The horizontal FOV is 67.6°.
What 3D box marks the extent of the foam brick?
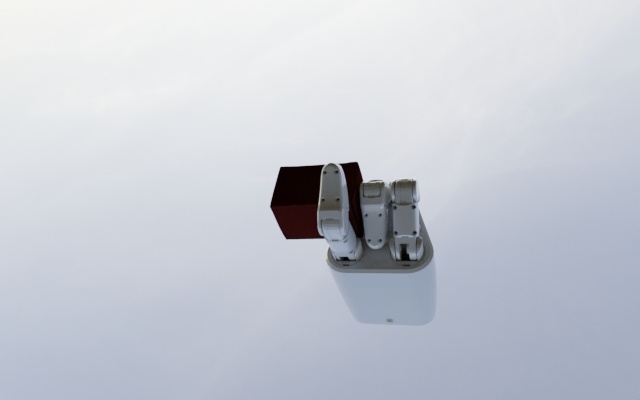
[{"bbox_3d":[0.000,0.001,0.447,0.078,0.053,0.051,-2,-42,17],"label":"foam brick"}]
